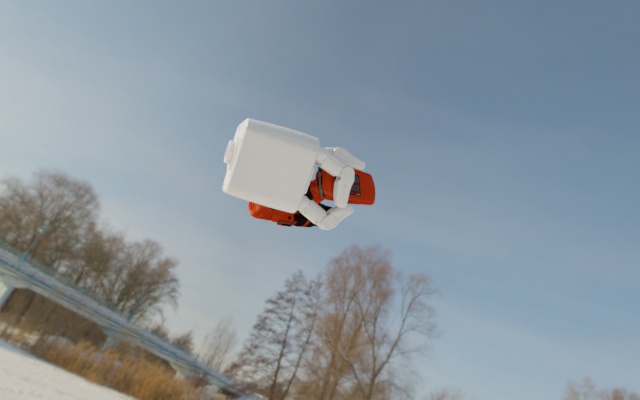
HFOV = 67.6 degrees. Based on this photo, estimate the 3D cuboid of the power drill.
[{"bbox_3d":[0.000,0.002,0.796,0.184,0.057,0.188,9,-22,-40],"label":"power drill"}]
